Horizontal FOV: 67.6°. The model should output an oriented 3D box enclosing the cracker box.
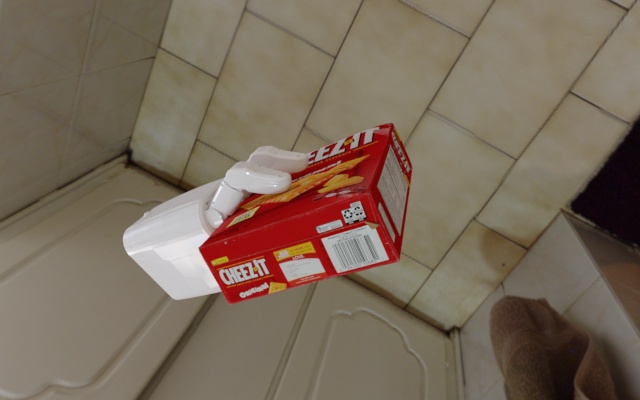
[{"bbox_3d":[0.000,0.002,0.482,0.164,0.072,0.213,-18,18,20],"label":"cracker box"}]
